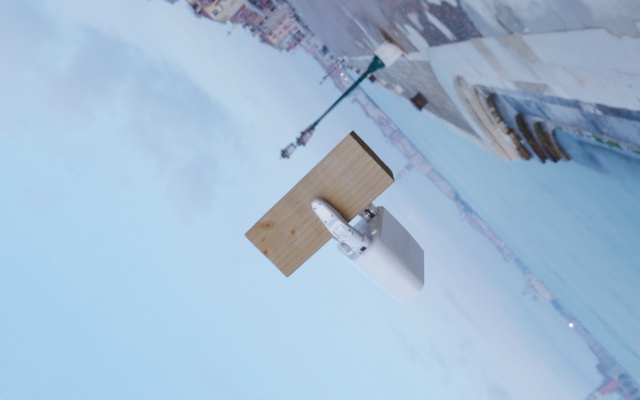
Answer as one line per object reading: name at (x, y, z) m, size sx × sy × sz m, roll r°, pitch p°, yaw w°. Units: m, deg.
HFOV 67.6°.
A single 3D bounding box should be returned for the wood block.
wood block at (0.000, 0.003, 0.694) m, size 0.206 × 0.090 × 0.091 m, roll -43°, pitch 5°, yaw 13°
